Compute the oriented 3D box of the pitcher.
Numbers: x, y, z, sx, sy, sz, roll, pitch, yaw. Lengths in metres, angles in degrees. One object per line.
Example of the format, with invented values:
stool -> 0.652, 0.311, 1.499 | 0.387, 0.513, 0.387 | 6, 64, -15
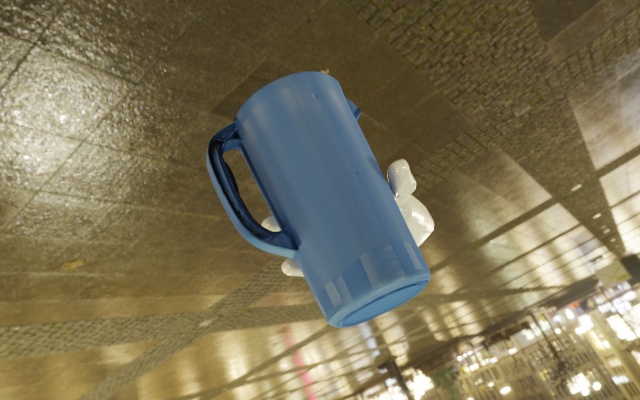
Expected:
pitcher -> 0.000, 0.002, 0.488 | 0.149, 0.242, 0.145 | -34, -24, 18
